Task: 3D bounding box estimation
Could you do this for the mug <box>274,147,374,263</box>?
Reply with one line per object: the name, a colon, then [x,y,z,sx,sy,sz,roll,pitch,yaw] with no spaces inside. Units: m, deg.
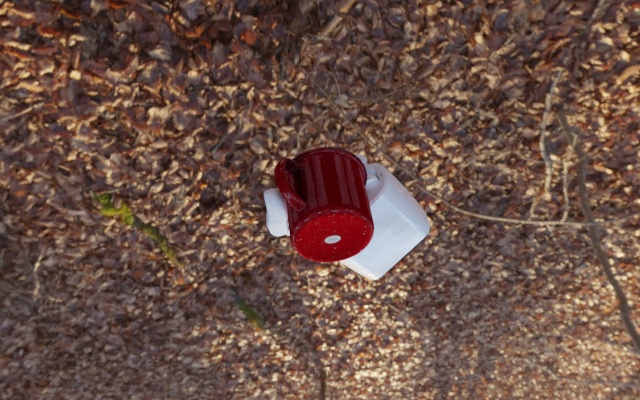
mug: [-0.001,0.001,0.470,0.093,0.081,0.117,-34,-50,23]
